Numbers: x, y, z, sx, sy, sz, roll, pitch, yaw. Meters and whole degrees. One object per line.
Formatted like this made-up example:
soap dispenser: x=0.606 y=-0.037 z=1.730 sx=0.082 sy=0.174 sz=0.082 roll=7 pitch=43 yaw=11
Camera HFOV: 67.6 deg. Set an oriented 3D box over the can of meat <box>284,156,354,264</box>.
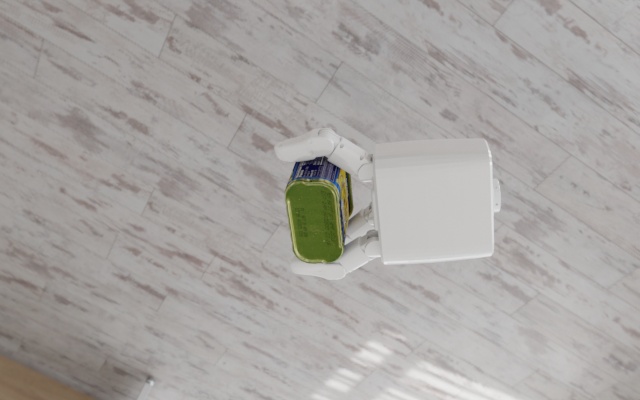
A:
can of meat: x=0.000 y=0.002 z=0.487 sx=0.057 sy=0.102 sz=0.084 roll=-1 pitch=32 yaw=10
